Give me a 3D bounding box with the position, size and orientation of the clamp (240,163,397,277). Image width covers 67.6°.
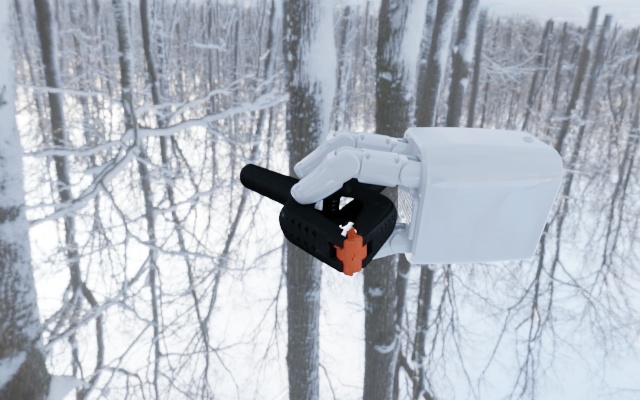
[{"bbox_3d":[0.000,0.002,0.415,0.164,0.036,0.210,-2,21,1],"label":"clamp"}]
